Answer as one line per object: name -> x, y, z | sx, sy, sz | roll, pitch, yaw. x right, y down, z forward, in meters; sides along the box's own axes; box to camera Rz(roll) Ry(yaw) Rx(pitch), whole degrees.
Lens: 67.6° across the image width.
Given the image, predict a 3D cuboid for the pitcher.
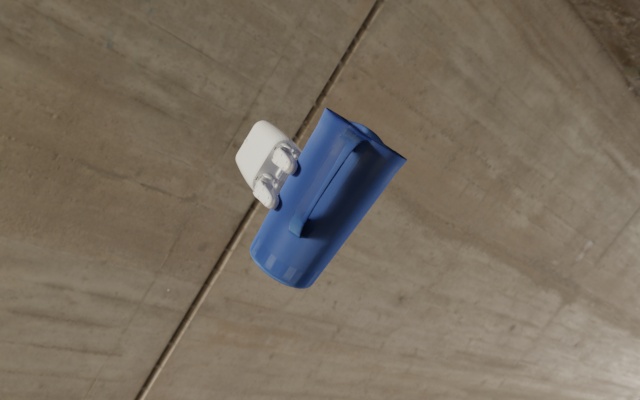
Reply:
pitcher -> 0.000, 0.002, 0.670 | 0.149, 0.243, 0.145 | 24, 14, -37
